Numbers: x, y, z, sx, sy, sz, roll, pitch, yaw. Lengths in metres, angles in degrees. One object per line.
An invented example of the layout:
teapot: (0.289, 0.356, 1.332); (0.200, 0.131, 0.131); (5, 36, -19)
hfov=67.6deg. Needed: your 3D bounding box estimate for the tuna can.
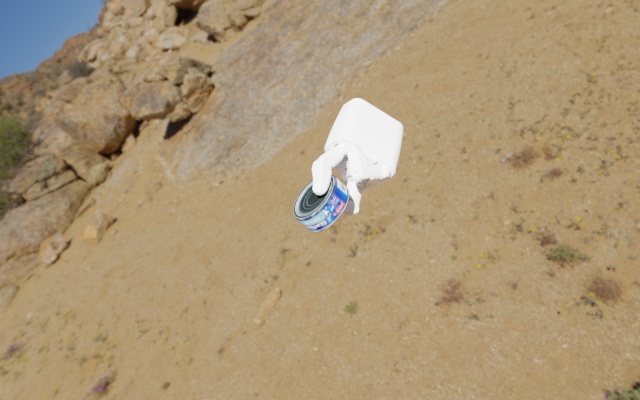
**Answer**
tuna can: (0.000, 0.002, 0.710); (0.034, 0.086, 0.086); (41, -23, -29)
